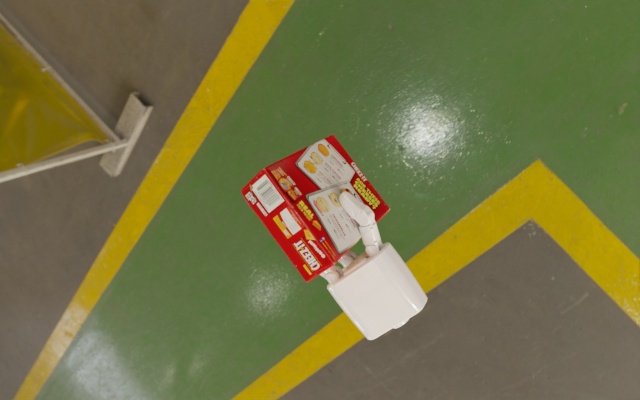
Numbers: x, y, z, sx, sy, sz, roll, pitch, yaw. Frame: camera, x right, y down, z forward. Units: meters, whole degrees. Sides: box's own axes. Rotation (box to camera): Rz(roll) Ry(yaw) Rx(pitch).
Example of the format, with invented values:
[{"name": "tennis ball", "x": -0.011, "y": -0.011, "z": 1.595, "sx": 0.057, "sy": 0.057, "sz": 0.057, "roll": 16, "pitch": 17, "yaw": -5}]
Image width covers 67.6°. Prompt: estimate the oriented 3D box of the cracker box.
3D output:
[{"name": "cracker box", "x": 0.000, "y": 0.002, "z": 0.741, "sx": 0.072, "sy": 0.164, "sz": 0.213, "roll": -38, "pitch": -1, "yaw": 35}]
